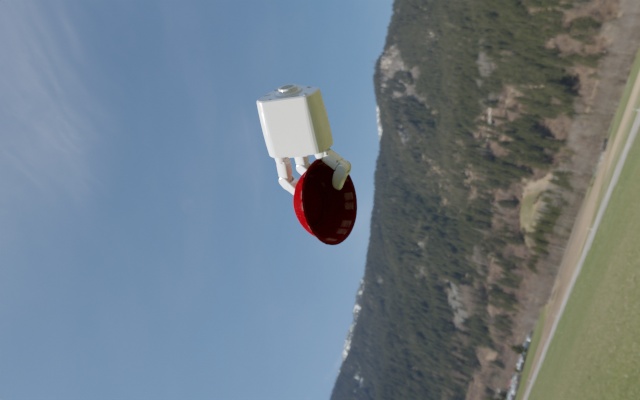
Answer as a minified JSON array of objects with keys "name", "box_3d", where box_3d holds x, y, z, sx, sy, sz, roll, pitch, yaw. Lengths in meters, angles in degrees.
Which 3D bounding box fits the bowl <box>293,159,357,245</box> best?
[{"name":"bowl","box_3d":[0.000,0.004,0.882,0.055,0.162,0.162,-8,-5,39]}]
